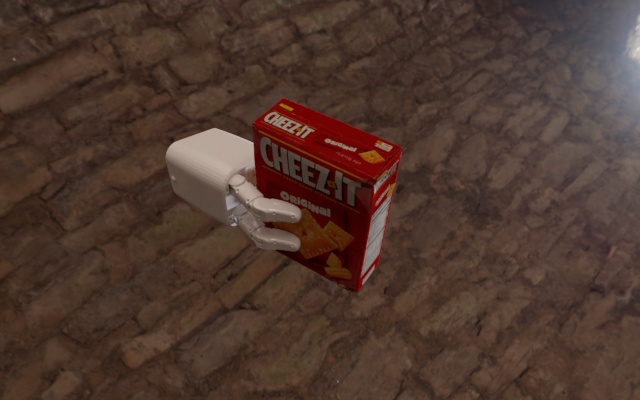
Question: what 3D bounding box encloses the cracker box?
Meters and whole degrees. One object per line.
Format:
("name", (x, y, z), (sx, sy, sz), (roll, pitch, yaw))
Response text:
("cracker box", (0.000, 0.002, 0.601), (0.164, 0.214, 0.072), (26, 50, 20))
